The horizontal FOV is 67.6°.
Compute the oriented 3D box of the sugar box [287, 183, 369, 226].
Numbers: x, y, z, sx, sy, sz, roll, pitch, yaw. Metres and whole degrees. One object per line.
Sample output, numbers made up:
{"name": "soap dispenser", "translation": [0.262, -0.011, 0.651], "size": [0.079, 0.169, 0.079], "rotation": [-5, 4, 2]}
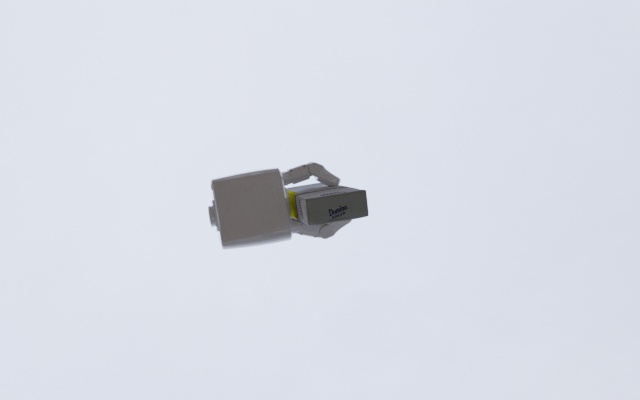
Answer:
{"name": "sugar box", "translation": [0.000, 0.003, 0.750], "size": [0.093, 0.048, 0.176], "rotation": [-9, 10, -15]}
